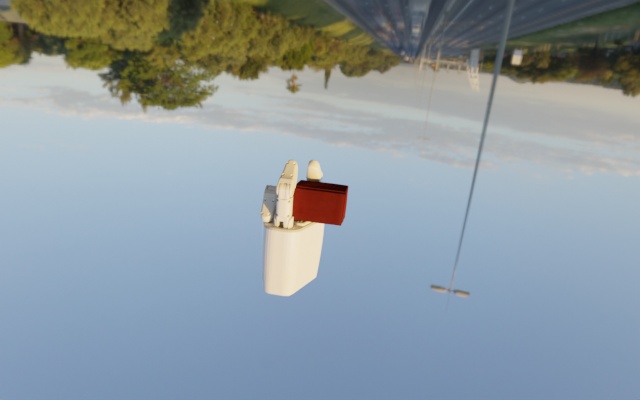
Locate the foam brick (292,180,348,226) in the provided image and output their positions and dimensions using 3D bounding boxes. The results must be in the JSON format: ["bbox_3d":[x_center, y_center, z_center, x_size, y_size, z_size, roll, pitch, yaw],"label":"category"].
[{"bbox_3d":[0.000,0.002,0.712,0.078,0.051,0.053,7,14,8],"label":"foam brick"}]
